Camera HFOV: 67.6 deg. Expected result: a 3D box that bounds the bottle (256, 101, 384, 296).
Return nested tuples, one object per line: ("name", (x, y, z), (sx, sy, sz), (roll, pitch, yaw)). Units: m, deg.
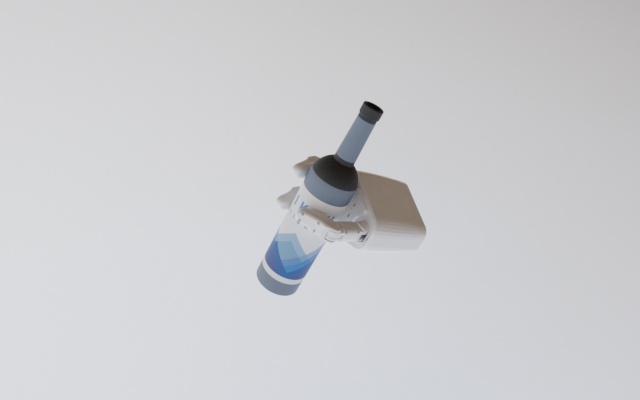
("bottle", (0.000, 0.002, 0.638), (0.069, 0.296, 0.069), (23, 28, -13))
